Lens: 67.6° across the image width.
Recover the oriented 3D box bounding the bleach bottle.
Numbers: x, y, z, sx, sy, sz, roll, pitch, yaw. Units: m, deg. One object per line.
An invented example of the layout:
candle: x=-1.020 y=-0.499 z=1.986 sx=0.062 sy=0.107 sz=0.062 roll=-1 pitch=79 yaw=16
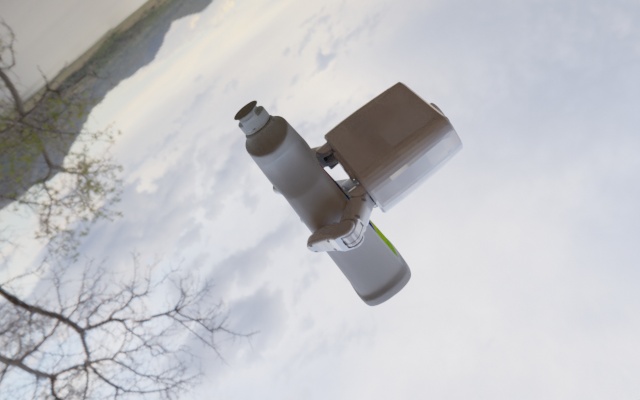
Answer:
bleach bottle: x=0.000 y=0.002 z=0.508 sx=0.068 sy=0.251 sz=0.102 roll=-38 pitch=30 yaw=3
